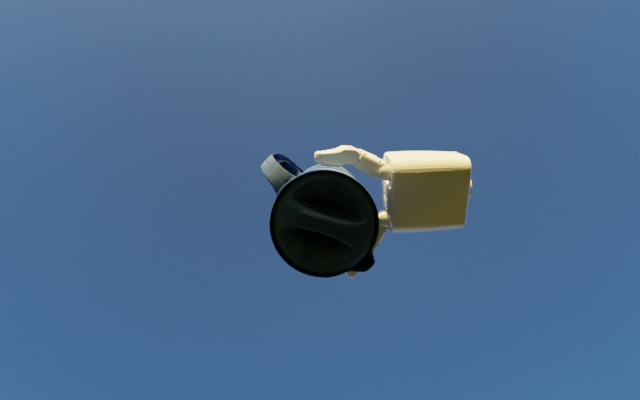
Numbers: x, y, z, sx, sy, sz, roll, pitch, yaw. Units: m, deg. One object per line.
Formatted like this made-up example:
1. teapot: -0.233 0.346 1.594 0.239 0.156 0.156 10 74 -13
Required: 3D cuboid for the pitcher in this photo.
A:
1. pitcher: 0.000 0.002 0.684 0.145 0.149 0.243 -1 10 1
